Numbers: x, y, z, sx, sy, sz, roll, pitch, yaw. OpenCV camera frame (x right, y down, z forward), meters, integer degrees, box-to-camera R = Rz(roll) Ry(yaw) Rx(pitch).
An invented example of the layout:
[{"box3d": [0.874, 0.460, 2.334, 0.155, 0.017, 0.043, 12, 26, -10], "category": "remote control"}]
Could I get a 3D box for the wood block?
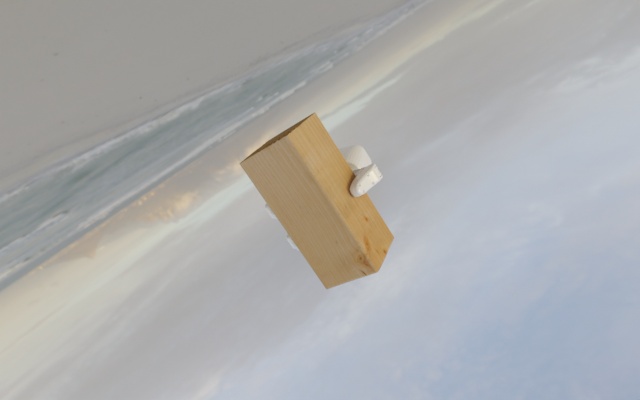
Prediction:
[{"box3d": [0.001, 0.002, 0.636, 0.091, 0.206, 0.090, -26, 15, 33], "category": "wood block"}]
